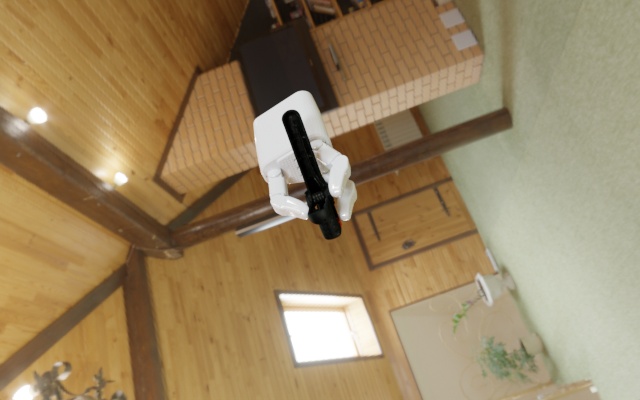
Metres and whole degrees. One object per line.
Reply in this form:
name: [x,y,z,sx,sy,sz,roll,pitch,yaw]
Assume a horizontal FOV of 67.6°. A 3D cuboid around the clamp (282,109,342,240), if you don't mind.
clamp: [-0.001,0.002,0.641,0.036,0.164,0.210,-17,-37,4]
